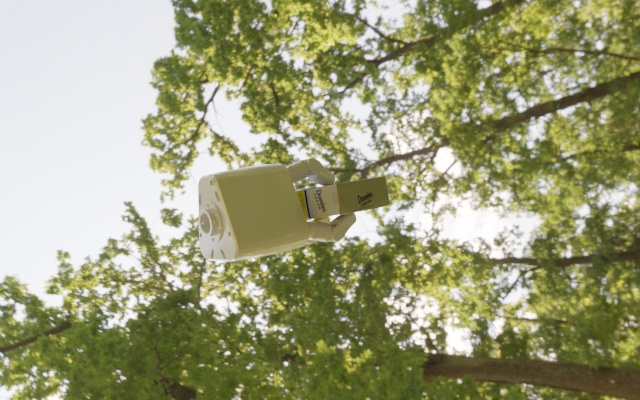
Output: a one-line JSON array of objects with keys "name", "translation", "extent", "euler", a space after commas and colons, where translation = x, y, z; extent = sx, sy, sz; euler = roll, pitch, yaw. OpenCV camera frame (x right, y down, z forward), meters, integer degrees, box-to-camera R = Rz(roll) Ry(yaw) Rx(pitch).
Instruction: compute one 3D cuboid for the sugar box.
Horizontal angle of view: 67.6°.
[{"name": "sugar box", "translation": [0.000, 0.003, 0.671], "extent": [0.093, 0.048, 0.176], "euler": [-10, 3, -40]}]
